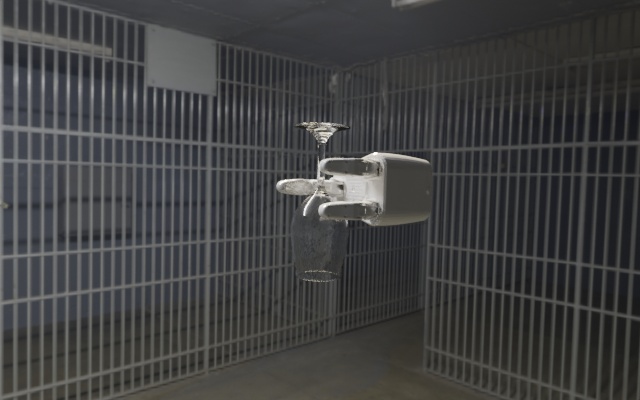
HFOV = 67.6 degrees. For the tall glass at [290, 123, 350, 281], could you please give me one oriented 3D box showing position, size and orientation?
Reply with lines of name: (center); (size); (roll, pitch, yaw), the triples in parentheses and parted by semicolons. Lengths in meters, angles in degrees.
tall glass: (0.000, 0.001, 0.633); (0.079, 0.201, 0.079); (2, 2, 0)
